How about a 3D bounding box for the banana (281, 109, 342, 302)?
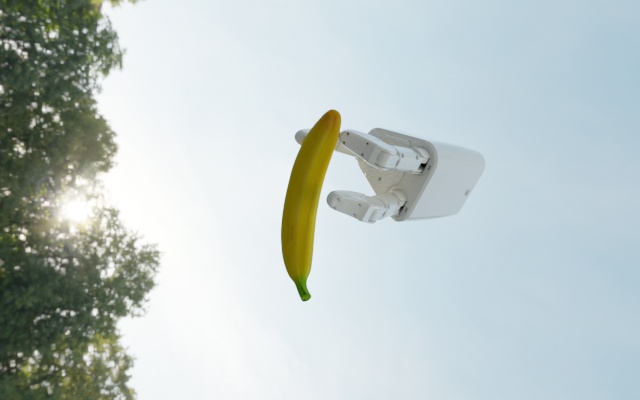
[{"bbox_3d":[-0.012,0.002,0.510,0.037,0.198,0.069,2,8,-39],"label":"banana"}]
